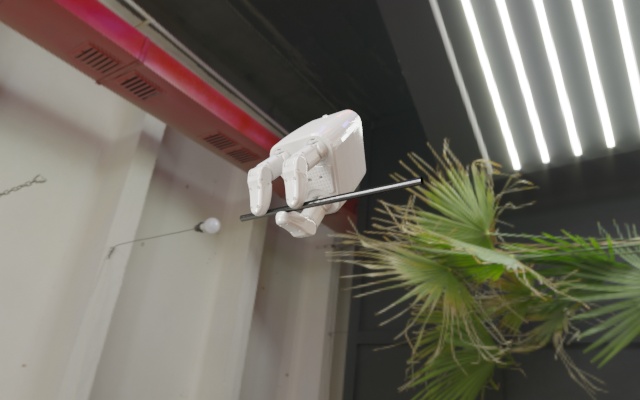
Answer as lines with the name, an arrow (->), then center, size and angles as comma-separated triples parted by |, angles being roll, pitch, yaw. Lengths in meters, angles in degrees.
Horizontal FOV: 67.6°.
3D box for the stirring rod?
stirring rod -> 0.000, 0.002, 0.527 | 0.239, 0.011, 0.011 | -12, -7, 34
